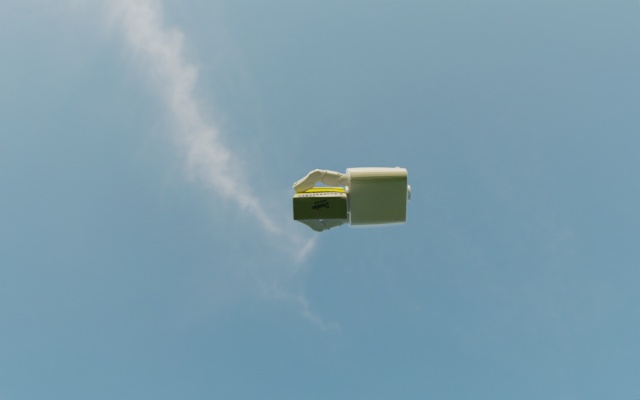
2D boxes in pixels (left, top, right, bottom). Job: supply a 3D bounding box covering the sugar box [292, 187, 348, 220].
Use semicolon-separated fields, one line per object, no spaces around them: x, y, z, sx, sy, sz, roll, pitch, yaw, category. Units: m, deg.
0.000;0.002;0.874;0.093;0.048;0.176;-1;4;0;sugar box
